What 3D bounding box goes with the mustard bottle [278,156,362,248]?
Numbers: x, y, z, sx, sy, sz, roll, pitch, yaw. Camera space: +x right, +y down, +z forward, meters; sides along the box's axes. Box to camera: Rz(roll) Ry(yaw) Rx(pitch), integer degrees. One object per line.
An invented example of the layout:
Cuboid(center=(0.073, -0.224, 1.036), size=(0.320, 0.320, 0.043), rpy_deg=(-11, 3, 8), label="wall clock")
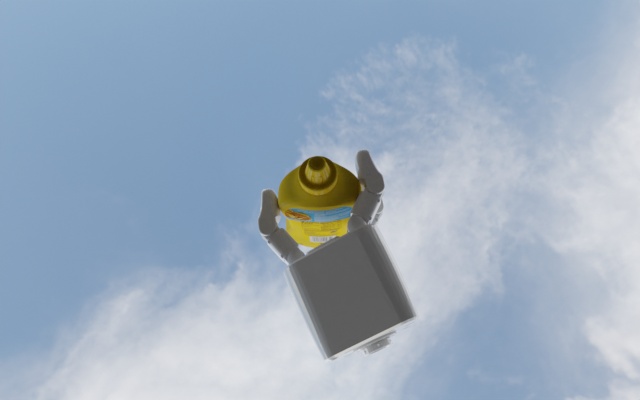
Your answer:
Cuboid(center=(0.000, 0.002, 0.558), size=(0.096, 0.058, 0.192), rpy_deg=(-1, -23, 2), label="mustard bottle")
